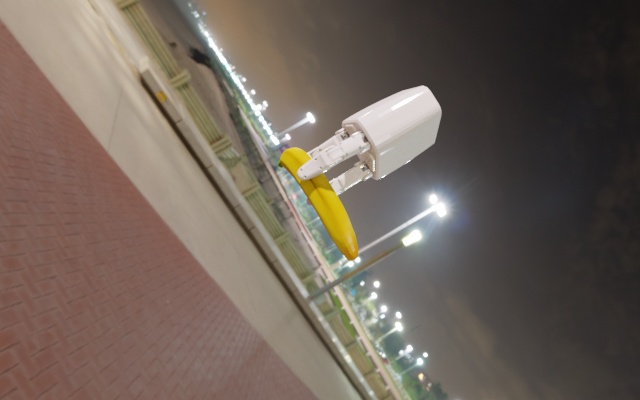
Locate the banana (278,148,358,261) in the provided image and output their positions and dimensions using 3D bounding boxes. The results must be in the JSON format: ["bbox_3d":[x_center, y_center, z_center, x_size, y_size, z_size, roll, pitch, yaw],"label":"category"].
[{"bbox_3d":[-0.004,-0.010,0.639,0.037,0.197,0.070,-30,-30,-9],"label":"banana"}]
